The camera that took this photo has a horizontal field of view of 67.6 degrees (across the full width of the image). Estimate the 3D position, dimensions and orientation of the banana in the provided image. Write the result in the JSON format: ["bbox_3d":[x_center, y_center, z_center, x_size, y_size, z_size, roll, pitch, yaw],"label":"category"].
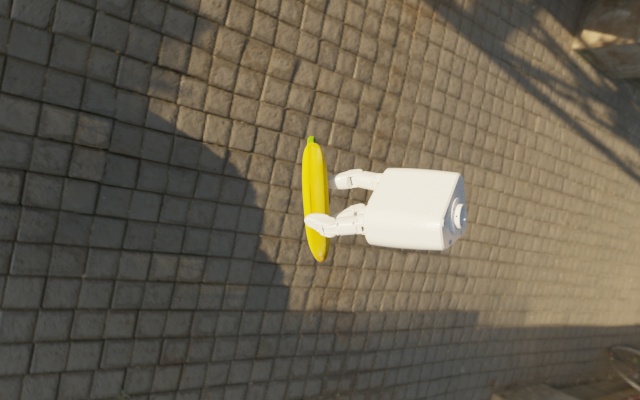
[{"bbox_3d":[-0.004,0.001,0.719,0.037,0.198,0.069,-2,5,12],"label":"banana"}]
